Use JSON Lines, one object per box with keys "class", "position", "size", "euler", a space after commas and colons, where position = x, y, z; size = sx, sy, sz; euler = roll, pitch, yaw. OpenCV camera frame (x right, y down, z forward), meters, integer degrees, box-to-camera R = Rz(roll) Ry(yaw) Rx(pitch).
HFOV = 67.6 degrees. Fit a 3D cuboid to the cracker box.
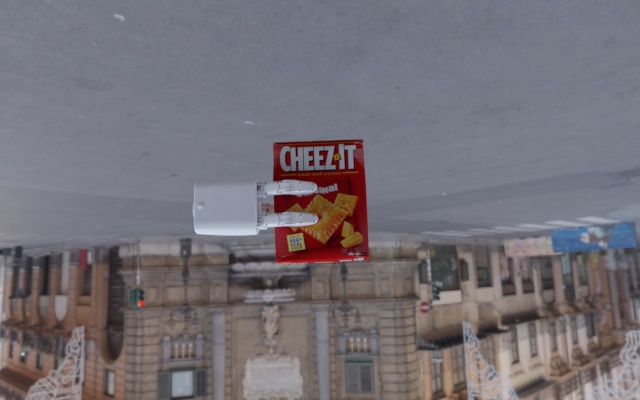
{"class": "cracker box", "position": [0.000, 0.003, 0.852], "size": [0.164, 0.213, 0.072], "euler": [-2, -8, 0]}
